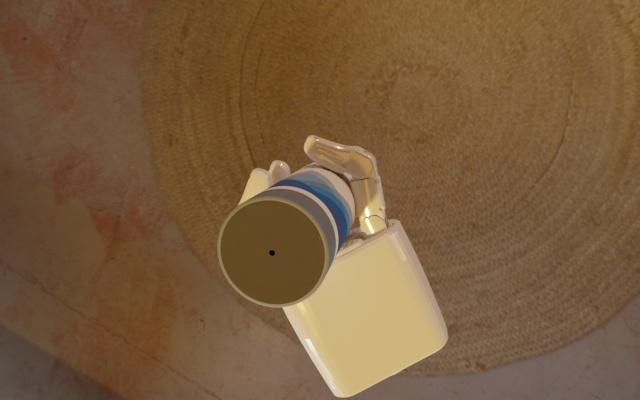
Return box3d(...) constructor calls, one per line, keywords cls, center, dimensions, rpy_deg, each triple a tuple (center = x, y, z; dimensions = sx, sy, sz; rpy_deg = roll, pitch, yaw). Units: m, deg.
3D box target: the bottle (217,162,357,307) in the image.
box3d(cls="bottle", center=(0.000, 0.001, 0.412), dimensions=(0.069, 0.069, 0.295), rpy_deg=(0, 11, 11))
